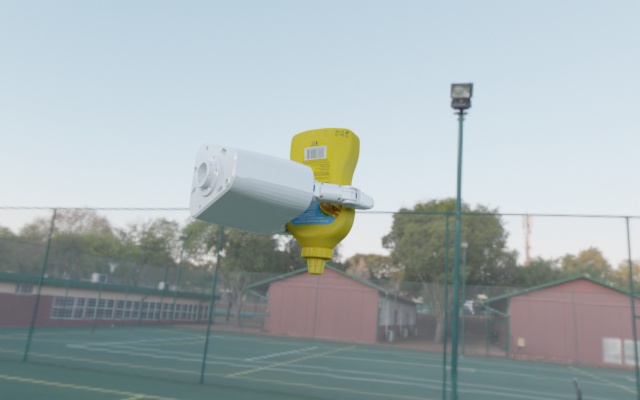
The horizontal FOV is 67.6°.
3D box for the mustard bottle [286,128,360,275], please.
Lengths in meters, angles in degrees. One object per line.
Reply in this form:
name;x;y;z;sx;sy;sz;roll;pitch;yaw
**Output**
mustard bottle;0.000;0.002;0.638;0.096;0.191;0.058;-2;-14;26
